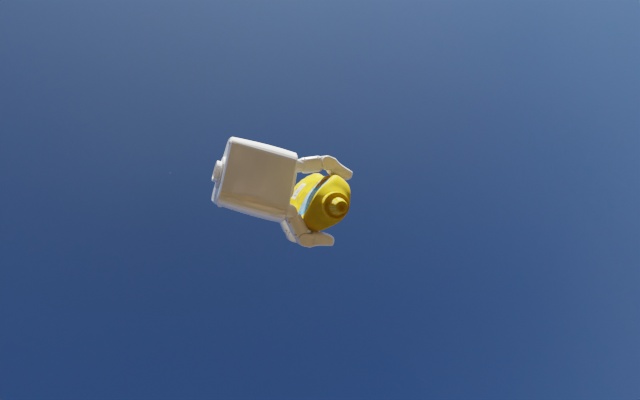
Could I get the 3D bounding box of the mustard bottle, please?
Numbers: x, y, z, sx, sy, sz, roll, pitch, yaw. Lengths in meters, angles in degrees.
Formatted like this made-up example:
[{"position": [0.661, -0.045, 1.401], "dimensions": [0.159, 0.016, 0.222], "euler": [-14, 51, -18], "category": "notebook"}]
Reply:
[{"position": [0.000, 0.003, 0.767], "dimensions": [0.058, 0.096, 0.191], "euler": [40, -9, -16], "category": "mustard bottle"}]
